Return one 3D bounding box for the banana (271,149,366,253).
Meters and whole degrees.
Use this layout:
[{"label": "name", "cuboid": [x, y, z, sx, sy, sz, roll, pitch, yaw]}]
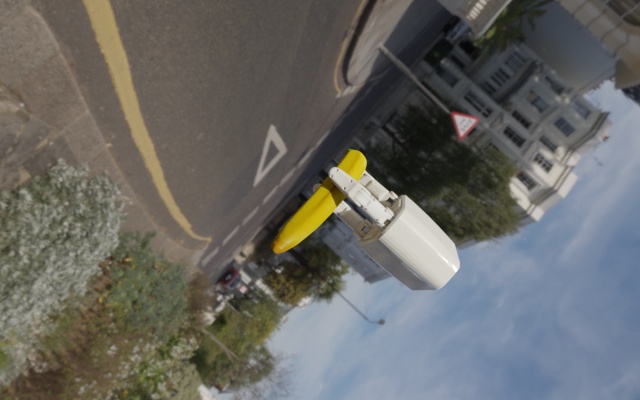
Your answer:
[{"label": "banana", "cuboid": [0.008, -0.005, 0.641, 0.037, 0.197, 0.070, 42, -25, -5]}]
